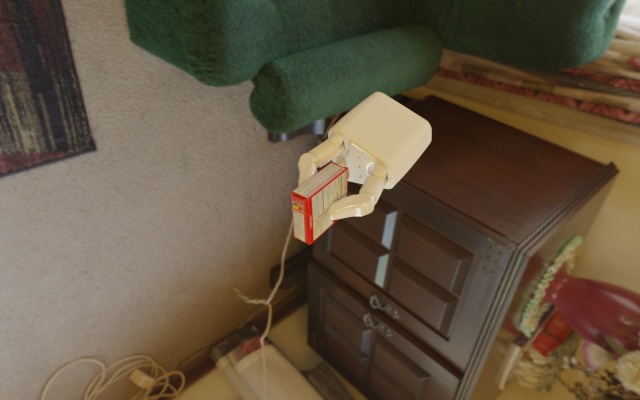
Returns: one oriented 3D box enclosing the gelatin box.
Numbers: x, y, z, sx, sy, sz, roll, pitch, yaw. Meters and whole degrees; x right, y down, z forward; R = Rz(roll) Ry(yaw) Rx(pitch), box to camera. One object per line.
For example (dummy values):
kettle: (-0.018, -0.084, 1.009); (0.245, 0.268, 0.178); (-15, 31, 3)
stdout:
gelatin box: (0.000, 0.002, 0.619); (0.030, 0.073, 0.089); (23, 43, 28)
